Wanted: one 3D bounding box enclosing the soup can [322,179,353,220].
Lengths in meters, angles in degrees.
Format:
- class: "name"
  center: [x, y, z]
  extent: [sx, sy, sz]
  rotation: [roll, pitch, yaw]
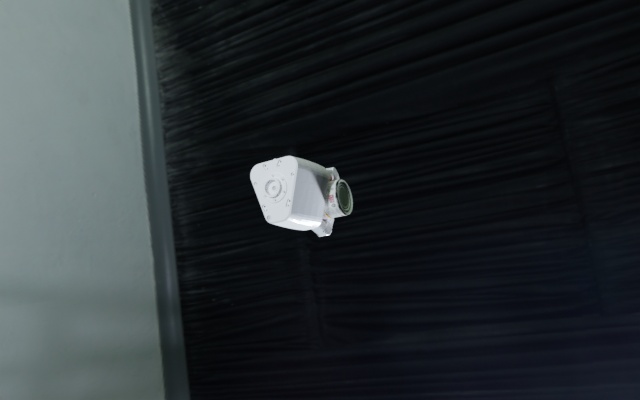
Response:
- class: "soup can"
  center: [0.001, 0.003, 0.882]
  extent: [0.102, 0.068, 0.068]
  rotation: [-12, -5, 26]
